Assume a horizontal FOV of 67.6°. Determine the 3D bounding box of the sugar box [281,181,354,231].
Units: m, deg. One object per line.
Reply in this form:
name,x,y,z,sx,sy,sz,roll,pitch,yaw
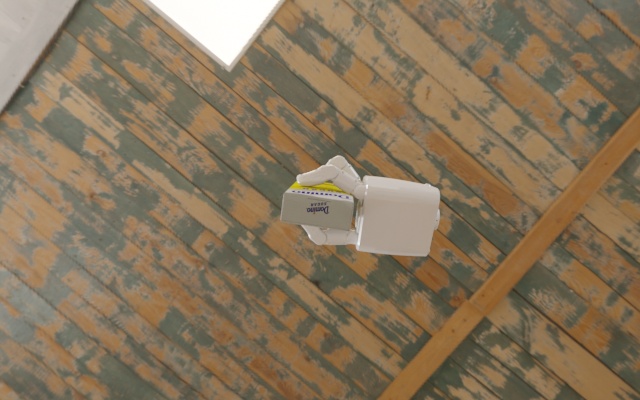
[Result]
sugar box,0.000,0.002,0.694,0.093,0.048,0.176,8,6,1
